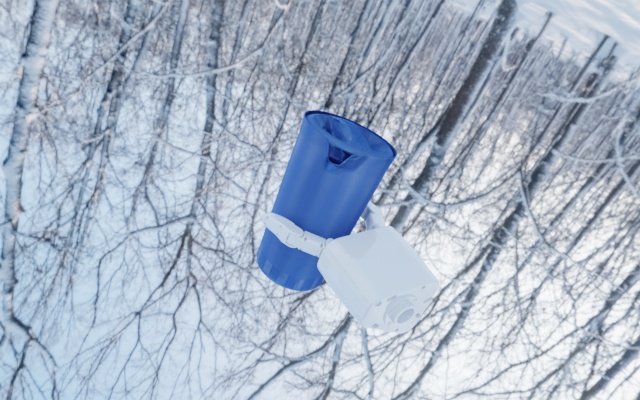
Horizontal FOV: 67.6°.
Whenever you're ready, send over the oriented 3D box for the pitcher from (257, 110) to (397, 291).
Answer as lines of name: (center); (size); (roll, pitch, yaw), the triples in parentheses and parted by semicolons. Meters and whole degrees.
pitcher: (0.000, 0.002, 0.685); (0.149, 0.243, 0.145); (4, 32, -39)
